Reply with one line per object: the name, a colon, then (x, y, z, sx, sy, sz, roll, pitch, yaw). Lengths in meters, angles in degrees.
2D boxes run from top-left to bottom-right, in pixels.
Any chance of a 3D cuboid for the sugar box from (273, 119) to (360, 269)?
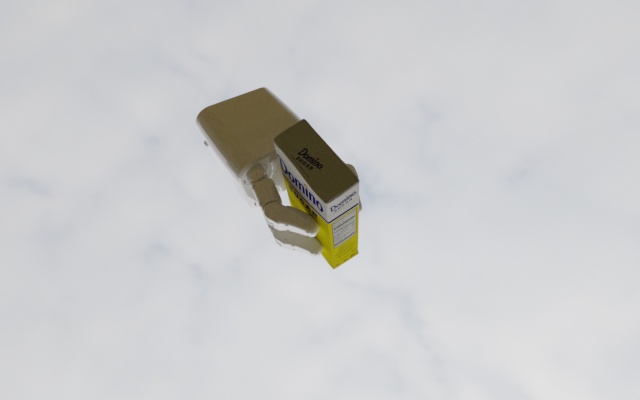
sugar box: (0.000, 0.002, 0.519, 0.048, 0.093, 0.176, -35, -26, -11)
